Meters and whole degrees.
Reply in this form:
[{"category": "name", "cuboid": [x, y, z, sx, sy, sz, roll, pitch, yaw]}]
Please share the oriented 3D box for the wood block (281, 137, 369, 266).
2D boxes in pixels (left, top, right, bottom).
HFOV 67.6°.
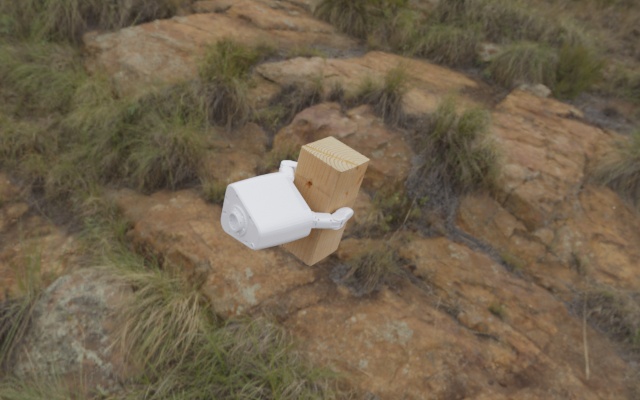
[{"category": "wood block", "cuboid": [0.000, 0.003, 0.863, 0.090, 0.206, 0.090, 35, 36, 24]}]
